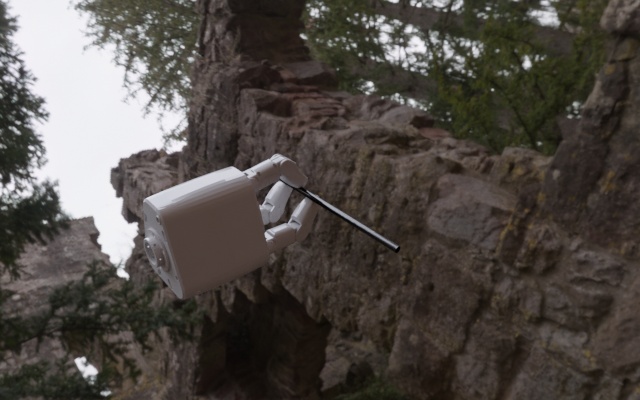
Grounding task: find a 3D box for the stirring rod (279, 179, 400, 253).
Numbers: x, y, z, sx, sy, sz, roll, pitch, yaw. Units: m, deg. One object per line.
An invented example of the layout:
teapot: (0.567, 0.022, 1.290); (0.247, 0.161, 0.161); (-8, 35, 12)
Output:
stirring rod: (0.000, 0.002, 0.564); (0.011, 0.011, 0.239); (0, 24, -46)
